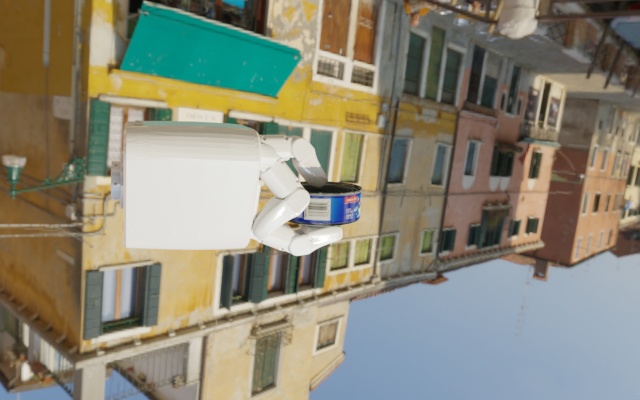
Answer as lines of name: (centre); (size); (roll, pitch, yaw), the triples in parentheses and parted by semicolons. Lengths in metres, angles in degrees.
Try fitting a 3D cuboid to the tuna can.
tuna can: (0.000, 0.002, 0.499); (0.086, 0.034, 0.086); (1, 10, 0)
